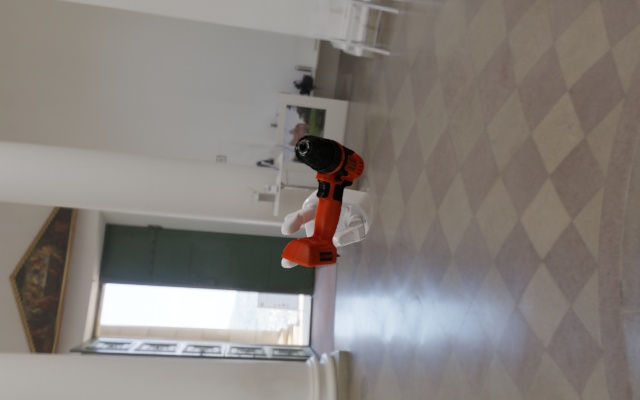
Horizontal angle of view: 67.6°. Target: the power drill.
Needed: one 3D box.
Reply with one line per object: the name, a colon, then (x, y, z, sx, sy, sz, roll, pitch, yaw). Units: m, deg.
power drill: (0.000, 0.003, 0.716, 0.057, 0.187, 0.184, 17, 3, 28)
